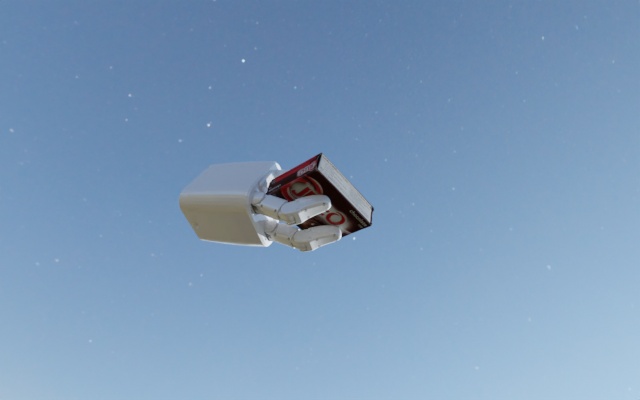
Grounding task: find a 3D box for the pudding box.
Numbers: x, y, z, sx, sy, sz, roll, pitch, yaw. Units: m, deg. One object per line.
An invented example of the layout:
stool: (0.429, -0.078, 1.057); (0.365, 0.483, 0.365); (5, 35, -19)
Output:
pudding box: (0.000, 0.002, 0.612); (0.090, 0.039, 0.113); (-25, -55, 36)
